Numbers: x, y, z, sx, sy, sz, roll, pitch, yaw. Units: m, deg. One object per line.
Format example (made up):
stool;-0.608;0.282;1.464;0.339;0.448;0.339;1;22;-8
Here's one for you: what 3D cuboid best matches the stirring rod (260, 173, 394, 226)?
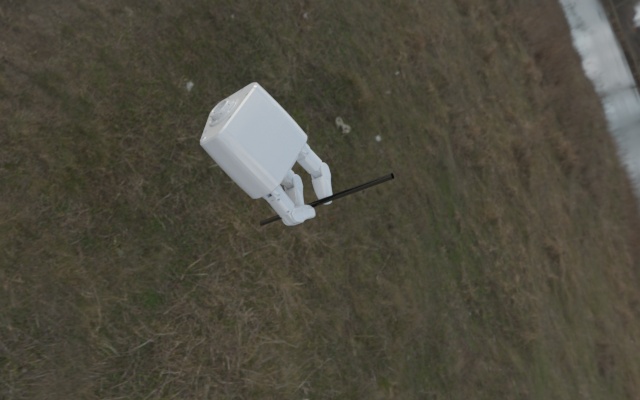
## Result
stirring rod;0.000;0.002;0.685;0.239;0.011;0.011;-20;-12;35
